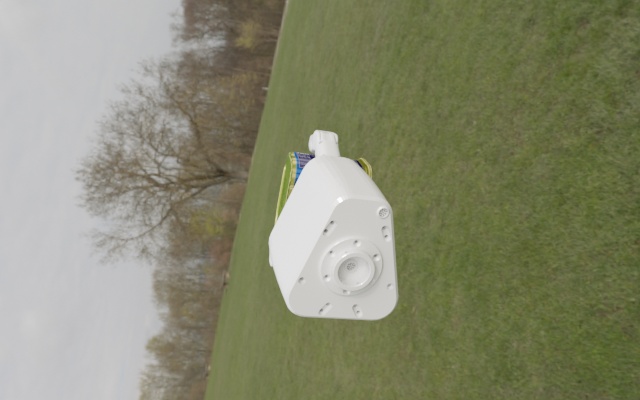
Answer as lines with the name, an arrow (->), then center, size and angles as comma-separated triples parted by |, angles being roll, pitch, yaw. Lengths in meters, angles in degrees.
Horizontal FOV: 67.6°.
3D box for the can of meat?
can of meat -> 0.000, 0.002, 0.511 | 0.084, 0.102, 0.057 | 6, 22, -14
